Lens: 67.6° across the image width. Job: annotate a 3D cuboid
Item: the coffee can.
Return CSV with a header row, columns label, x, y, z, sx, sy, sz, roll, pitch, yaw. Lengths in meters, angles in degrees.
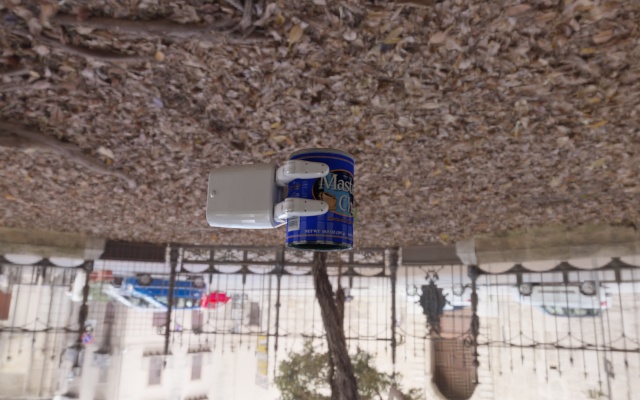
label,x,y,z,sx,sy,sz,roll,pitch,yaw
coffee can,0.000,0.002,0.727,0.103,0.140,0.103,2,-12,0
